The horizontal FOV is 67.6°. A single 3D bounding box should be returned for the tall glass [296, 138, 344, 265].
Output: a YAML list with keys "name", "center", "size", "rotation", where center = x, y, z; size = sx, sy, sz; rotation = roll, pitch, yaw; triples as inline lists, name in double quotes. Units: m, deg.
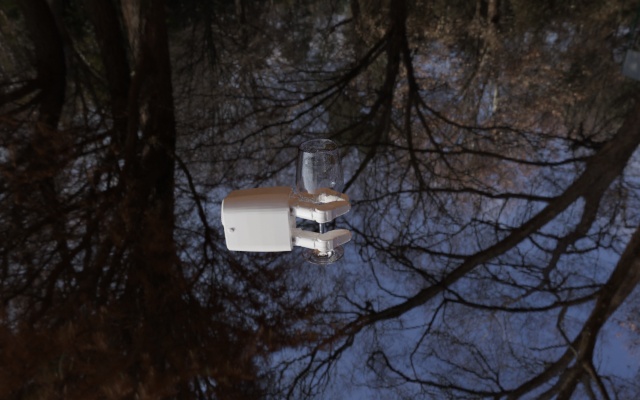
- name: "tall glass"
  center: [0.000, 0.003, 0.787]
  size: [0.079, 0.201, 0.079]
  rotation: [-2, 28, 1]
